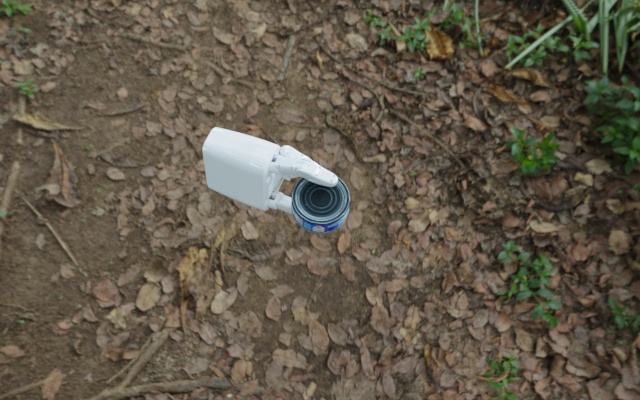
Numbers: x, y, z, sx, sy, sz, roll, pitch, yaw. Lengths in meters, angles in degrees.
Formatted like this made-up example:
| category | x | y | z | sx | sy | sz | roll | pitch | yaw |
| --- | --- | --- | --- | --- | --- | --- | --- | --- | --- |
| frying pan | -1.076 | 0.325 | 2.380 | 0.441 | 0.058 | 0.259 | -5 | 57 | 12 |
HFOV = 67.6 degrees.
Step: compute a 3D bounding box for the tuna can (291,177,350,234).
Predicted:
| category | x | y | z | sx | sy | sz | roll | pitch | yaw |
| --- | --- | --- | --- | --- | --- | --- | --- | --- | --- |
| tuna can | 0.000 | 0.002 | 0.690 | 0.086 | 0.086 | 0.034 | 0 | -26 | -3 |
